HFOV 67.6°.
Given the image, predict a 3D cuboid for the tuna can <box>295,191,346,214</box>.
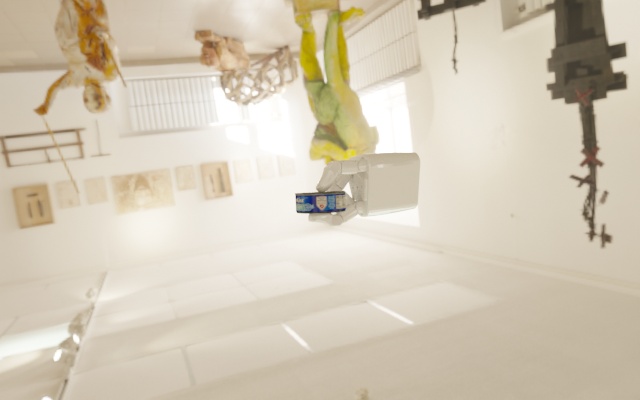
[{"bbox_3d":[0.000,0.003,0.798,0.086,0.034,0.086,-2,3,0],"label":"tuna can"}]
